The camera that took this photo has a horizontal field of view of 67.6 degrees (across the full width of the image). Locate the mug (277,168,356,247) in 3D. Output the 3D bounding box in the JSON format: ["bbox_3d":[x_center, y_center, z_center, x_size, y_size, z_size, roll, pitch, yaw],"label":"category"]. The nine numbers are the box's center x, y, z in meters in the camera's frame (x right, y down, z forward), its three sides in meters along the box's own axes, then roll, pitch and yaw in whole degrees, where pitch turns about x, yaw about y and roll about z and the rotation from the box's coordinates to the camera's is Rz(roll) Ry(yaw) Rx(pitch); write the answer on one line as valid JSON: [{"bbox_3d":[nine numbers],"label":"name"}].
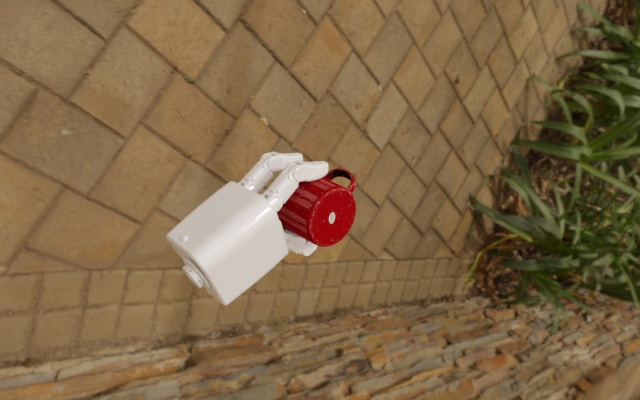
[{"bbox_3d":[0.001,0.001,0.625,0.117,0.093,0.081,-42,42,-21],"label":"mug"}]
